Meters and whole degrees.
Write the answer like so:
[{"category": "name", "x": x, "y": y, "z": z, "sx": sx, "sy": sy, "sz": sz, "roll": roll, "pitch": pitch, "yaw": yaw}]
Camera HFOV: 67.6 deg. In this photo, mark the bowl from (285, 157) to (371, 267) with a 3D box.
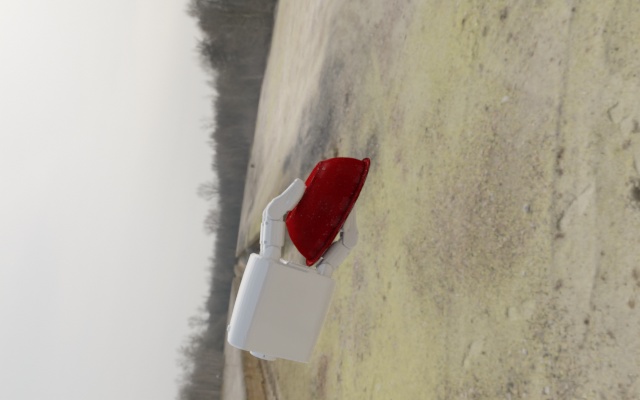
[{"category": "bowl", "x": 0.000, "y": 0.001, "z": 0.619, "sx": 0.055, "sy": 0.162, "sz": 0.162, "roll": 30, "pitch": -4, "yaw": -7}]
